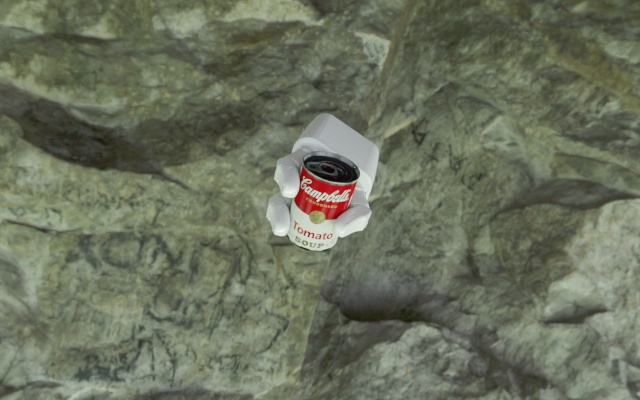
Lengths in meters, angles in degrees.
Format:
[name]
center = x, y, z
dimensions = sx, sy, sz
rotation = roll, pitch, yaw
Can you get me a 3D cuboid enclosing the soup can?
[soup can]
center = 0.000, 0.002, 0.567
dimensions = 0.068, 0.102, 0.068
rotation = 12, 33, -8
